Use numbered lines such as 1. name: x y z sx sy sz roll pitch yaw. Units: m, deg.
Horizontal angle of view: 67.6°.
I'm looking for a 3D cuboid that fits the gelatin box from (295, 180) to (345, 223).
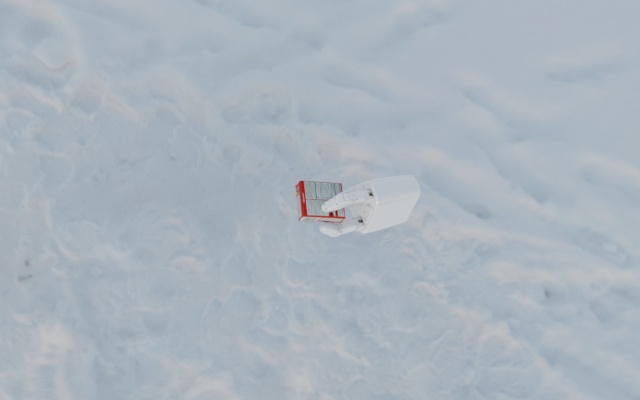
1. gelatin box: 0.000 0.003 0.899 0.089 0.073 0.030 3 -23 -24
